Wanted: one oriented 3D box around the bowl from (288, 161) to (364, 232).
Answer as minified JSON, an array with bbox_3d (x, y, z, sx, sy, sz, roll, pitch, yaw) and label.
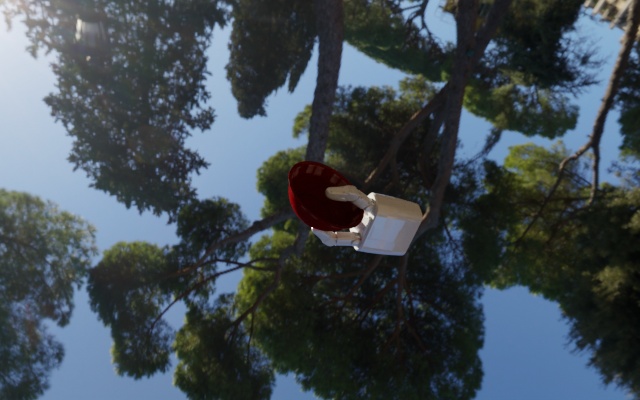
[{"bbox_3d":[-0.001,0.003,0.887,0.162,0.162,0.055,0,-39,-42],"label":"bowl"}]
